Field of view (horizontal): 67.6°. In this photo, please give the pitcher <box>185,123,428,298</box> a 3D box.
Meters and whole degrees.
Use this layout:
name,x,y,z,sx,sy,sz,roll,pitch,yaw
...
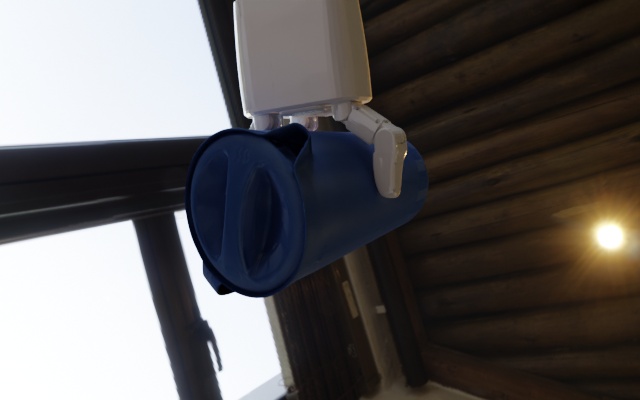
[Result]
name,x,y,z,sx,sy,sz,roll,pitch,yaw
pitcher,0.000,0.001,0.462,0.149,0.145,0.243,-4,6,38
